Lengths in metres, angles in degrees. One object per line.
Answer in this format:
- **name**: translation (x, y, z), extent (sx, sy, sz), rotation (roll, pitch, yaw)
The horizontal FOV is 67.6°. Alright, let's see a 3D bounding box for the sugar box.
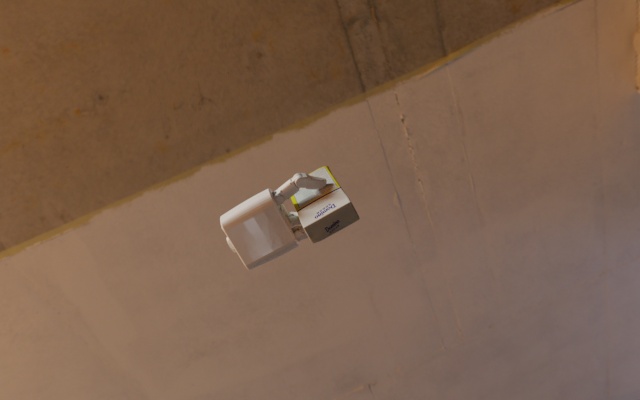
- **sugar box**: translation (0.000, 0.003, 0.870), extent (0.093, 0.048, 0.176), rotation (-29, 31, 1)
